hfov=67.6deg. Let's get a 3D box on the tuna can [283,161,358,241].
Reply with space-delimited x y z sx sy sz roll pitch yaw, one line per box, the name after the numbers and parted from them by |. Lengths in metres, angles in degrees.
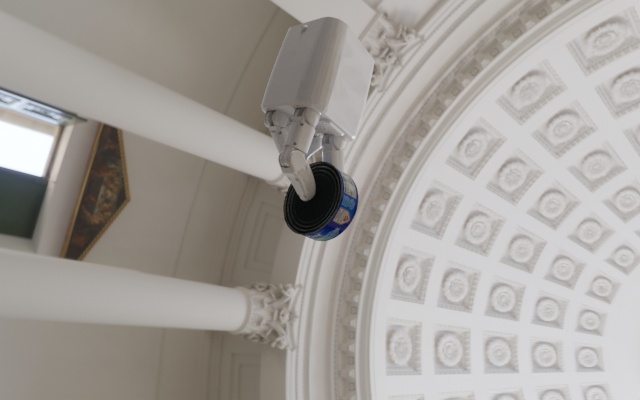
0.000 0.002 0.537 0.086 0.086 0.034 0 -20 43 | tuna can
